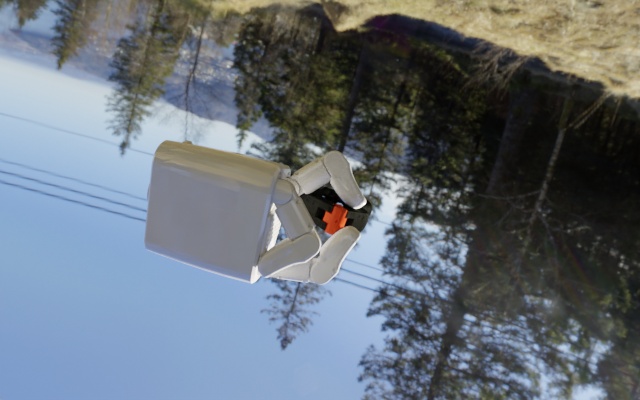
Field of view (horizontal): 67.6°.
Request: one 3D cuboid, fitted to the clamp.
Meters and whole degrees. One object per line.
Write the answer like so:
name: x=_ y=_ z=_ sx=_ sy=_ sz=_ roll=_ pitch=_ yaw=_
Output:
clamp: x=0.000 y=0.002 z=0.520 sx=0.120 sy=0.039 sz=0.171 roll=14 pitch=5 yaw=3
